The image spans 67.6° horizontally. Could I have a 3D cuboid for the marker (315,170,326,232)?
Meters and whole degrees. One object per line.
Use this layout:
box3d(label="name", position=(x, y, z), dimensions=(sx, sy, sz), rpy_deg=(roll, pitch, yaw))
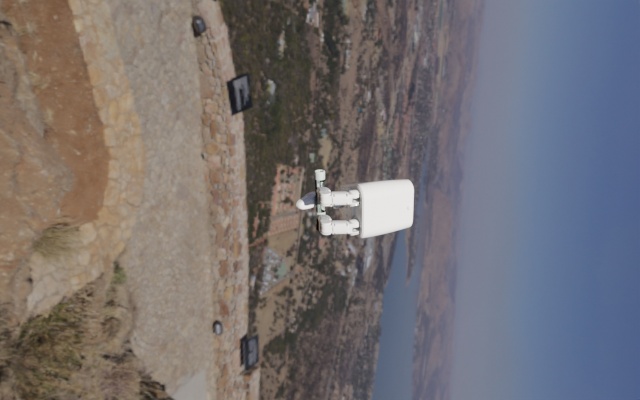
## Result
box3d(label="marker", position=(0.000, 0.003, 0.888), dimensions=(0.020, 0.121, 0.020), rpy_deg=(-1, 20, 0))
